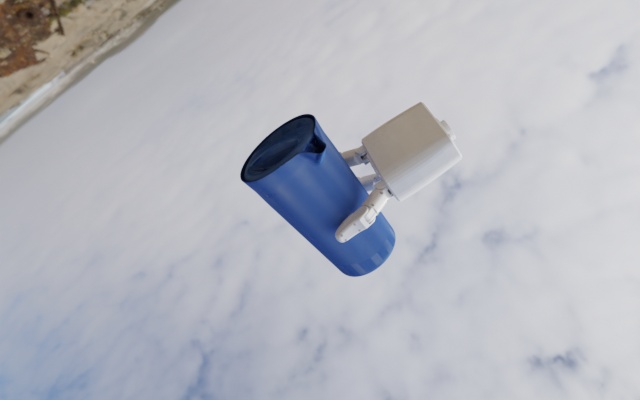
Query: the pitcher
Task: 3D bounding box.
[{"bbox_3d":[0.000,0.002,0.715,0.145,0.243,0.149,-35,28,11],"label":"pitcher"}]
